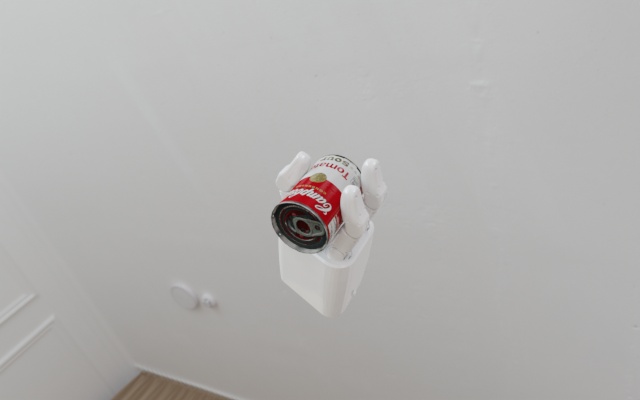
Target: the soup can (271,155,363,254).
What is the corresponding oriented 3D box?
[{"bbox_3d":[0.000,0.001,0.533,0.068,0.068,0.102,0,34,33],"label":"soup can"}]
